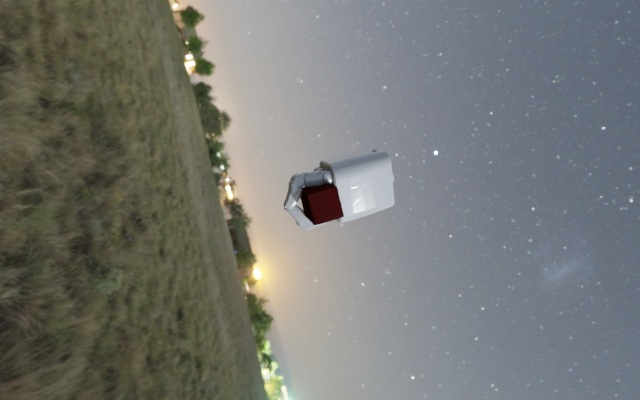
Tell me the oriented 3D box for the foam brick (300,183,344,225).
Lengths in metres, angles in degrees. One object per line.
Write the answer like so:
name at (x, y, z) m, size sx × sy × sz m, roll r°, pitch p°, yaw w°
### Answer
foam brick at (0.000, 0.003, 0.784) m, size 0.051 × 0.053 × 0.078 m, roll -15°, pitch 13°, yaw -10°
